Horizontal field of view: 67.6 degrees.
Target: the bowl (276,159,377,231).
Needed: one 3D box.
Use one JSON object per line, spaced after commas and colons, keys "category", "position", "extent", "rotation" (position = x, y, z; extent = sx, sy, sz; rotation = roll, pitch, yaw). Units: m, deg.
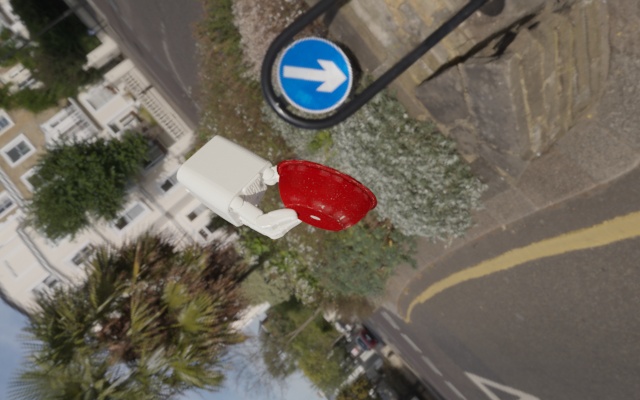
{"category": "bowl", "position": [0.001, 0.003, 0.709], "extent": [0.162, 0.055, 0.162], "rotation": [19, -18, 6]}
